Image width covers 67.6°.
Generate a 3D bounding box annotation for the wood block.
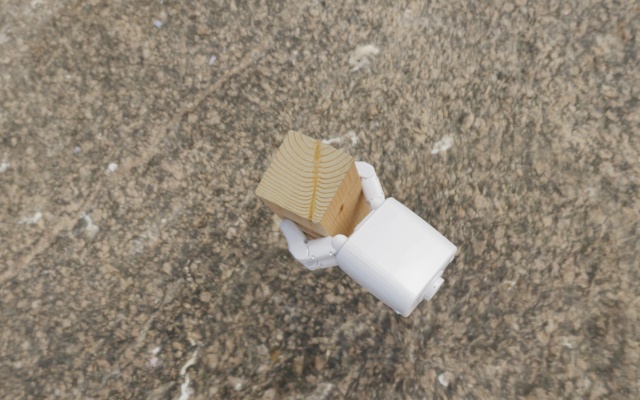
[{"bbox_3d":[0.001,0.002,0.641,0.090,0.091,0.206,25,-11,18],"label":"wood block"}]
